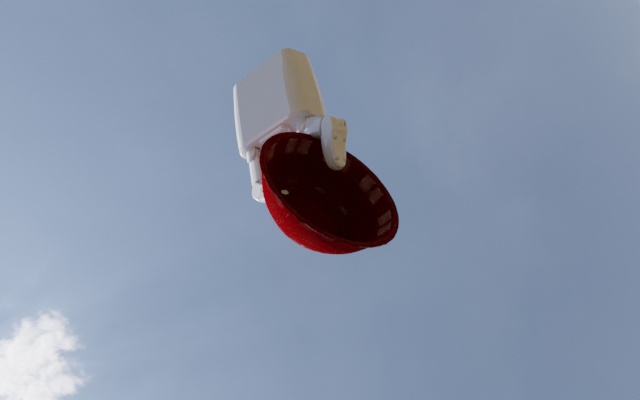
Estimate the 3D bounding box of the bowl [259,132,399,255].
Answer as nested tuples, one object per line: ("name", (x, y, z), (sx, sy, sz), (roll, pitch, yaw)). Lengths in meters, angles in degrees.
("bowl", (0.000, 0.003, 0.495), (0.162, 0.162, 0.055), (0, -43, -42))
